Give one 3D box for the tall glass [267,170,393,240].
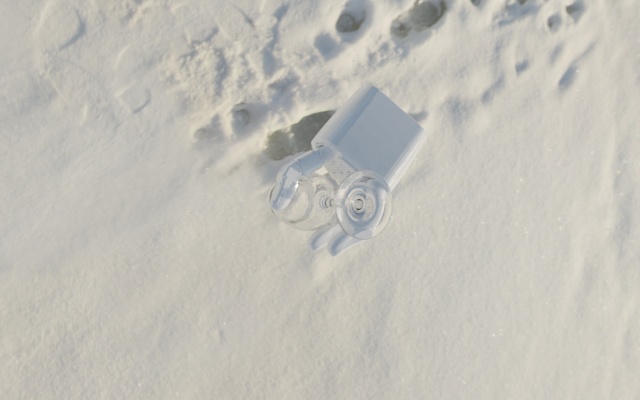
[{"bbox_3d":[0.000,0.002,0.591,0.079,0.079,0.201,0,1,-29],"label":"tall glass"}]
